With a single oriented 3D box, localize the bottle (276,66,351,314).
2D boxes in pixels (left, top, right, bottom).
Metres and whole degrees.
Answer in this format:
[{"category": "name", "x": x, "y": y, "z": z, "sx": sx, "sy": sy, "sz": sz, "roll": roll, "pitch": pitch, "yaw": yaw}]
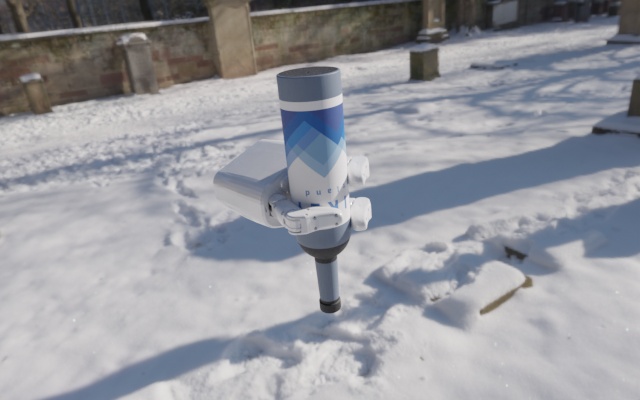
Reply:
[{"category": "bottle", "x": 0.000, "y": 0.002, "z": 0.549, "sx": 0.069, "sy": 0.296, "sz": 0.069, "roll": -5, "pitch": 24, "yaw": 2}]
